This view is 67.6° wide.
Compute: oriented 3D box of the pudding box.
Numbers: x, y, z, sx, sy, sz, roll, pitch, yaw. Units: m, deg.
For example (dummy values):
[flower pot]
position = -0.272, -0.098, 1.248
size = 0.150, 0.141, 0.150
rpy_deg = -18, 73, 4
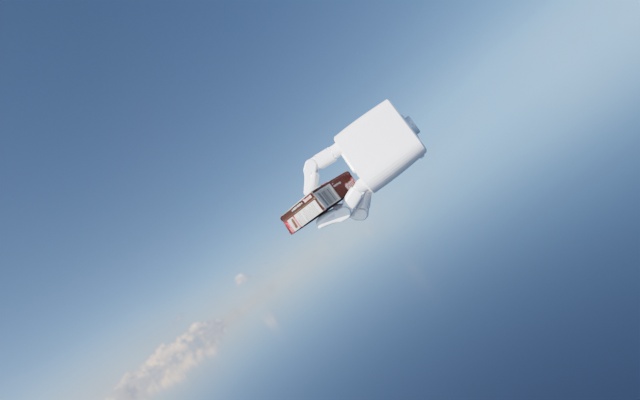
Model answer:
[pudding box]
position = 0.000, 0.002, 0.775
size = 0.090, 0.039, 0.113
rpy_deg = -39, -6, 39
